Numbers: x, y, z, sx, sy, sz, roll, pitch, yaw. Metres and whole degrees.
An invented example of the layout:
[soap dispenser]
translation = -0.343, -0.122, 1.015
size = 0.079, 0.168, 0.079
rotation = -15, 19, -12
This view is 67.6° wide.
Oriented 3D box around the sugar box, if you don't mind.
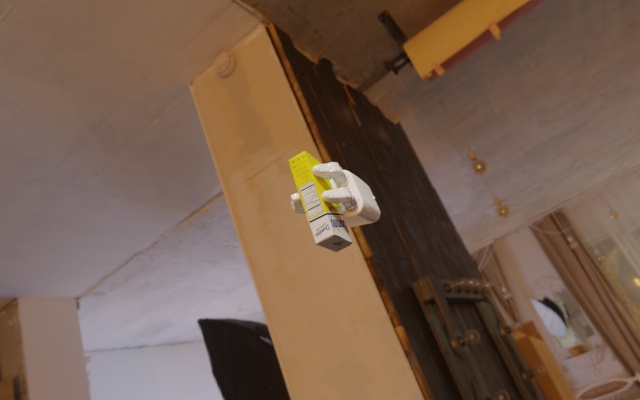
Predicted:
[sugar box]
translation = 0.001, 0.003, 0.887
size = 0.048, 0.176, 0.093
rotation = -30, -25, 16
